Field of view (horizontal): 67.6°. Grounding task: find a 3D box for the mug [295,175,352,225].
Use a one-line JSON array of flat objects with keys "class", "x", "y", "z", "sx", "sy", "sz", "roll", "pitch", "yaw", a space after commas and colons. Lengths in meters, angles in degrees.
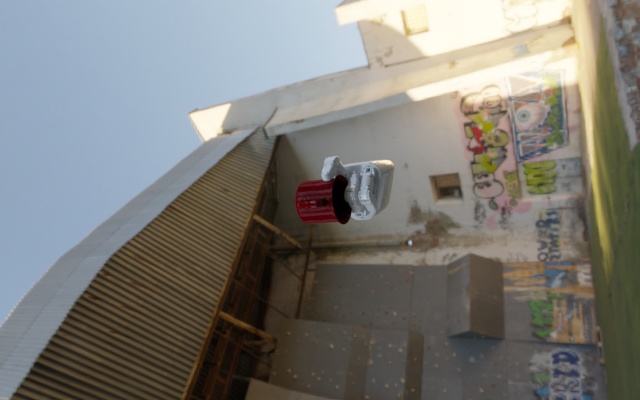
[{"class": "mug", "x": -0.001, "y": 0.003, "z": 0.892, "sx": 0.081, "sy": 0.093, "sz": 0.117, "roll": -5, "pitch": 6, "yaw": 27}]
